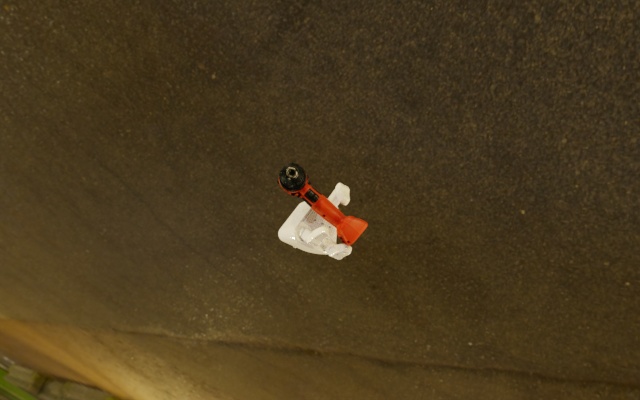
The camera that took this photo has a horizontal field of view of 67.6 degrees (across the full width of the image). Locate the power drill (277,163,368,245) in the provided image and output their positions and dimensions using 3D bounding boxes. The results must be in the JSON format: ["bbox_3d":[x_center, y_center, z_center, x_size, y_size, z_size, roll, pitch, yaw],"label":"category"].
[{"bbox_3d":[0.000,0.003,0.895,0.187,0.057,0.184,42,-3,1],"label":"power drill"}]
